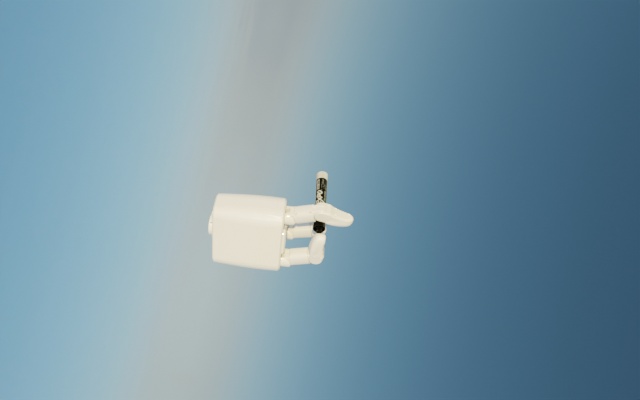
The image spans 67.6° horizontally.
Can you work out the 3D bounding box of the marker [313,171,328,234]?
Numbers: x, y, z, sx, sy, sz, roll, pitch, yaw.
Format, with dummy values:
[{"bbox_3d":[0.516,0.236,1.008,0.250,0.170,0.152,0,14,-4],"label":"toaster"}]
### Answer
[{"bbox_3d":[0.000,0.002,0.743,0.020,0.121,0.020,2,-43,2],"label":"marker"}]
